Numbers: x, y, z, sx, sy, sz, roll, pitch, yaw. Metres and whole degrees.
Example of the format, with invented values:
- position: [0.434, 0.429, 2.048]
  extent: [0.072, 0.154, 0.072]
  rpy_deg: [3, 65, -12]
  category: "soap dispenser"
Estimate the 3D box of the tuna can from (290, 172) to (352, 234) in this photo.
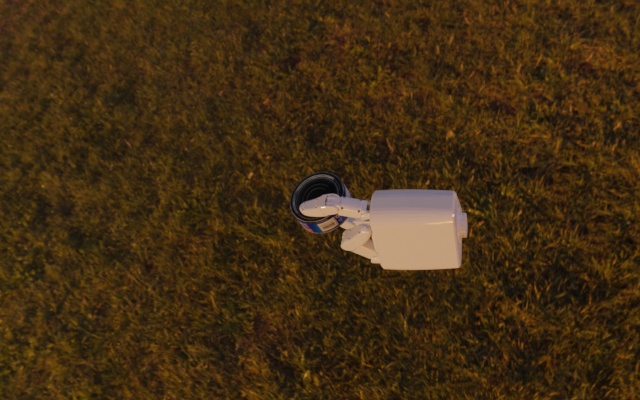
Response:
- position: [0.000, 0.002, 0.684]
  extent: [0.086, 0.086, 0.034]
  rpy_deg: [0, -29, 25]
  category: "tuna can"
